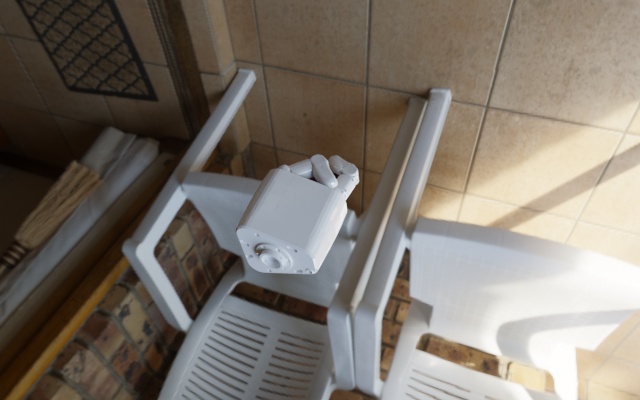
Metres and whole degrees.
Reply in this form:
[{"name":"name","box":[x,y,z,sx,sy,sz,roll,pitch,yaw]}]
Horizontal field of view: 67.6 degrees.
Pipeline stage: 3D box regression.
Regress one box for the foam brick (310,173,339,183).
[{"name":"foam brick","box":[0.000,0.002,0.694,0.053,0.078,0.051,9,48,20]}]
